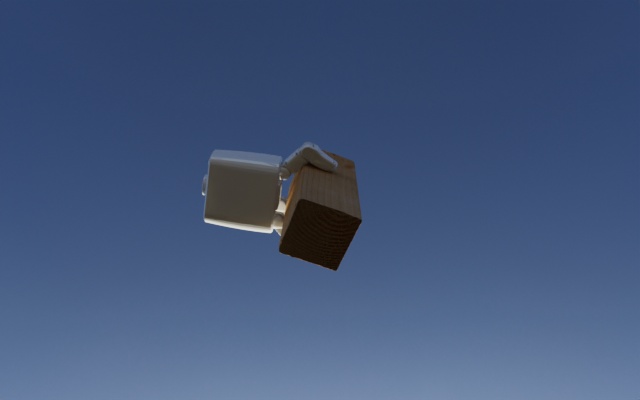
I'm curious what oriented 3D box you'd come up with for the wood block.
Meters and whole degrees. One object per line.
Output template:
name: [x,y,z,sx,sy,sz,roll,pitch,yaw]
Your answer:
wood block: [0.000,0.002,0.725,0.090,0.091,0.206,20,25,-9]
